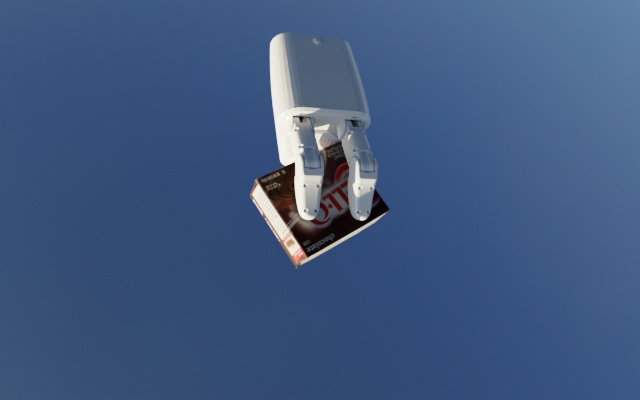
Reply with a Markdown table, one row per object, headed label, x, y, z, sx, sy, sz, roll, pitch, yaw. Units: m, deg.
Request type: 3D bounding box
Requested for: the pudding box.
| label | x | y | z | sx | sy | sz | roll | pitch | yaw |
| --- | --- | --- | --- | --- | --- | --- | --- | --- | --- |
| pudding box | 0.000 | 0.002 | 0.478 | 0.113 | 0.090 | 0.039 | -28 | -13 | -29 |
